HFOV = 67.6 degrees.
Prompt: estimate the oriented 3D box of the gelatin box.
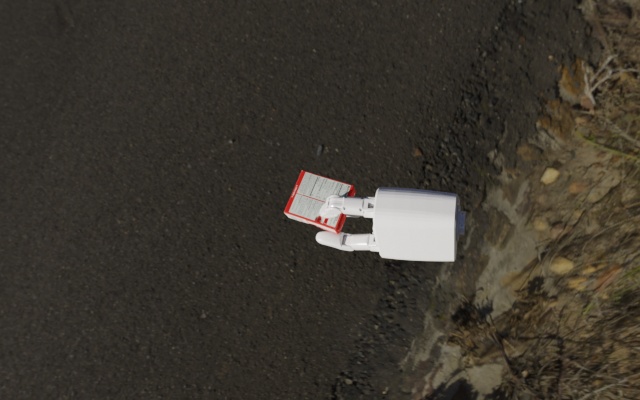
[{"bbox_3d":[0.000,0.002,0.722,0.089,0.073,0.030,18,-14,17],"label":"gelatin box"}]
